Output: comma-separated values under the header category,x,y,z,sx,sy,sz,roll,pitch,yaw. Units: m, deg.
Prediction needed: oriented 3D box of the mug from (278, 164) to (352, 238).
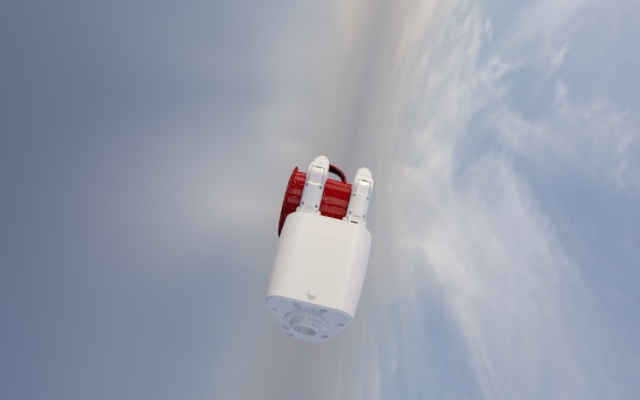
category,x,y,z,sx,sy,sz,roll,pitch,yaw
mug,0.001,0.001,0.609,0.081,0.117,0.093,13,-35,3
